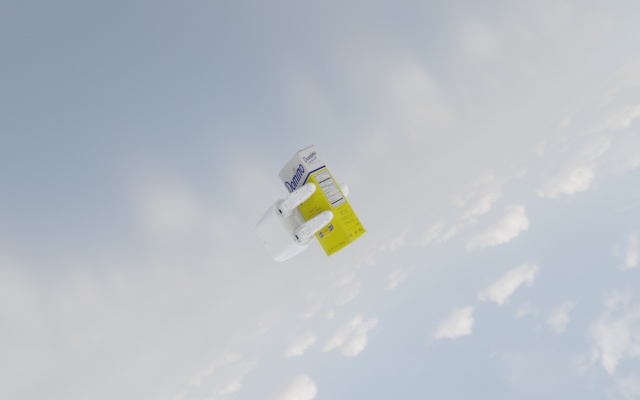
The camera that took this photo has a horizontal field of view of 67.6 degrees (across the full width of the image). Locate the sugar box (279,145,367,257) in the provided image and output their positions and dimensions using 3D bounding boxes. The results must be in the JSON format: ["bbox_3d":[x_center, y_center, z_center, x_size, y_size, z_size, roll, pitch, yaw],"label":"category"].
[{"bbox_3d":[0.000,0.003,0.827,0.048,0.176,0.093,-31,-6,-34],"label":"sugar box"}]
